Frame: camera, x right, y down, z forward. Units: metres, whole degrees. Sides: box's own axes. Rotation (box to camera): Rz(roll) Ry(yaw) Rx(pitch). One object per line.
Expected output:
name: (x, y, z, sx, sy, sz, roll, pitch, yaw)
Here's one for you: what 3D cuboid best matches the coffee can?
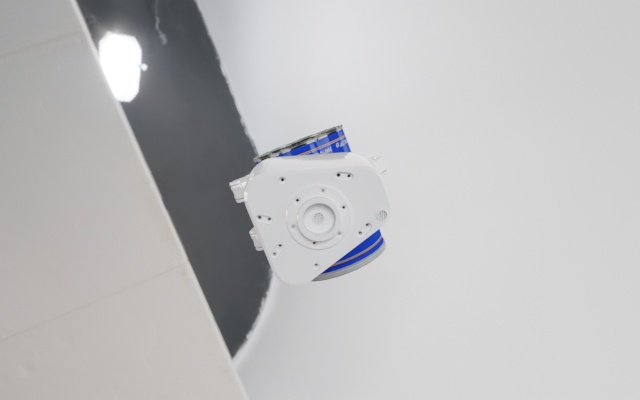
coffee can: (0.000, 0.002, 0.519, 0.103, 0.140, 0.103, -20, 10, 4)
